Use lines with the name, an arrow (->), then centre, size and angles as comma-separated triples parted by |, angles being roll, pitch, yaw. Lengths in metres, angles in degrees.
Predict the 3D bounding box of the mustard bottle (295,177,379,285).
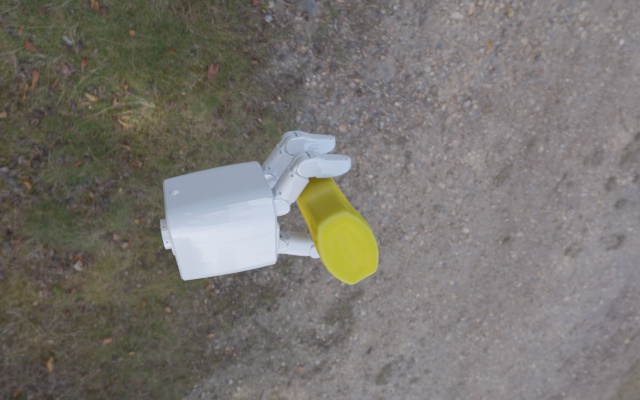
mustard bottle -> 0.000, 0.002, 0.538 | 0.058, 0.096, 0.191 | -30, 36, 0
